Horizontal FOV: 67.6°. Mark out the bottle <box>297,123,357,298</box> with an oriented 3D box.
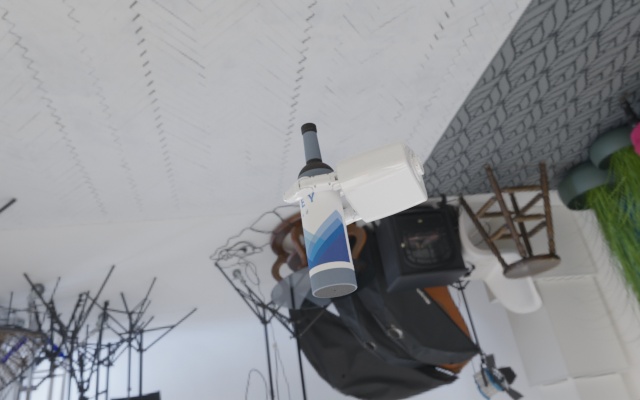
[{"bbox_3d":[0.000,0.003,0.763,0.069,0.295,0.069,-7,-26,-4],"label":"bottle"}]
